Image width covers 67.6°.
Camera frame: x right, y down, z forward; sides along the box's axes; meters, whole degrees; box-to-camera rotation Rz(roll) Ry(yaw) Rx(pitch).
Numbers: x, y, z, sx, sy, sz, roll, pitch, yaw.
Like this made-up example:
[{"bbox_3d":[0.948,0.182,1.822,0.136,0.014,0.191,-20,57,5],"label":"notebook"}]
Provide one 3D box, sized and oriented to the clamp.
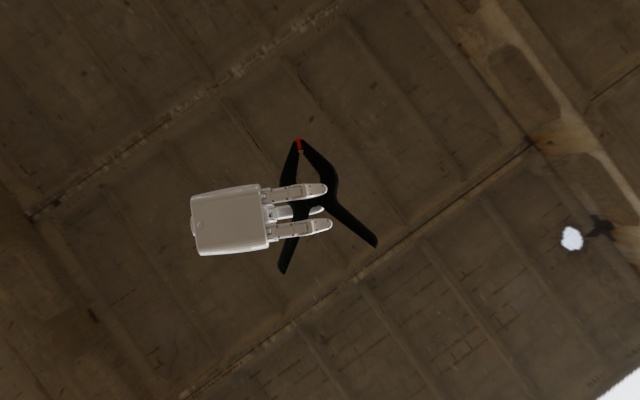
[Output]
[{"bbox_3d":[0.000,0.002,0.762,0.164,0.210,0.036,-8,1,-6],"label":"clamp"}]
